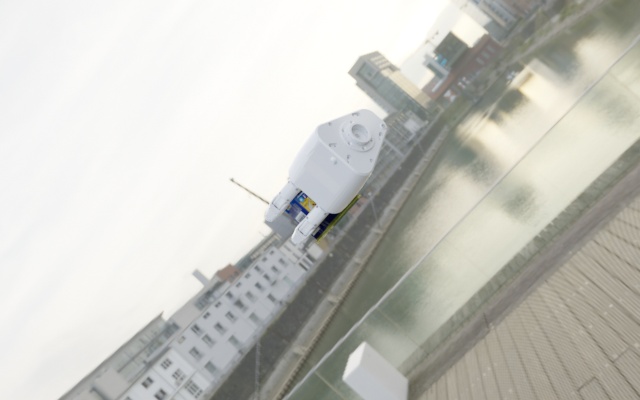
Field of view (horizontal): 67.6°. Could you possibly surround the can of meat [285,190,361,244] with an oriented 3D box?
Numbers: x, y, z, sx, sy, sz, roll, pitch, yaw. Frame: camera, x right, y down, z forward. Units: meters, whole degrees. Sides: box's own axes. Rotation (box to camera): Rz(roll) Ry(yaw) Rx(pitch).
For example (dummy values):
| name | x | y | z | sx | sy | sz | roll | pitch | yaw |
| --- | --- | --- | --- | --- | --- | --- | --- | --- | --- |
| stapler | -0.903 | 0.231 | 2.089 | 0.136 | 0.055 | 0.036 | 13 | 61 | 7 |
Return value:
| name | x | y | z | sx | sy | sz | roll | pitch | yaw |
| --- | --- | --- | --- | --- | --- | --- | --- | --- | --- |
| can of meat | 0.000 | 0.002 | 0.749 | 0.102 | 0.084 | 0.057 | -46 | -3 | -31 |
